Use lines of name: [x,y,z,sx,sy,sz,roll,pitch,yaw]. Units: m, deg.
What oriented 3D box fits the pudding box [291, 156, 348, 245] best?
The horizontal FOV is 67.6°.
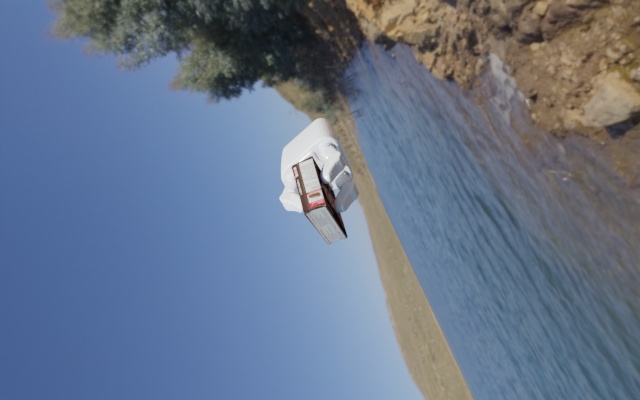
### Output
pudding box: [0.000,0.002,0.714,0.039,0.090,0.113,-23,-33,10]
